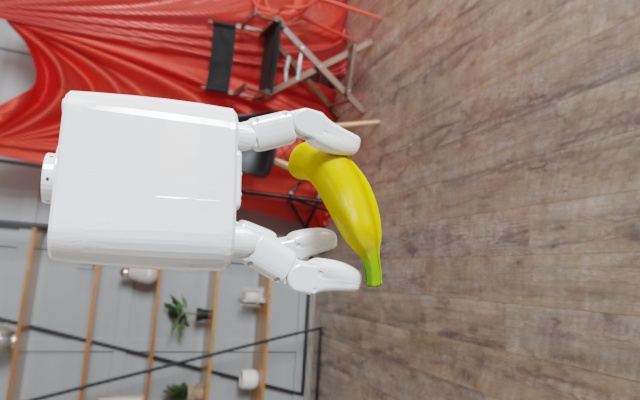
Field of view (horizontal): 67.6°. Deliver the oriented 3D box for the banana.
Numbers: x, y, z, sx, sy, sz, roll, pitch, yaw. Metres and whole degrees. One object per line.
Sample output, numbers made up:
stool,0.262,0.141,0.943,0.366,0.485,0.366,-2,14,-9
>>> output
banana,0.005,-0.013,0.403,0.037,0.070,0.197,2,28,-21
